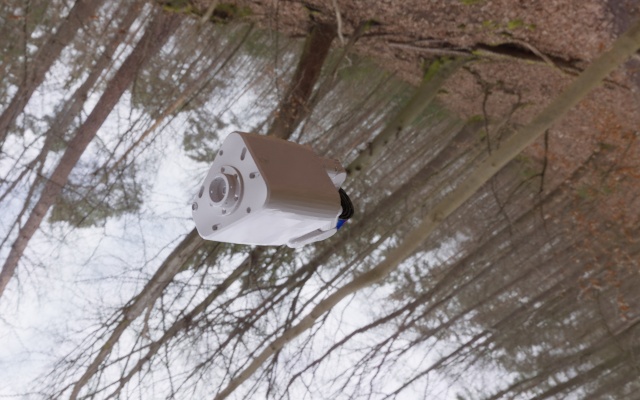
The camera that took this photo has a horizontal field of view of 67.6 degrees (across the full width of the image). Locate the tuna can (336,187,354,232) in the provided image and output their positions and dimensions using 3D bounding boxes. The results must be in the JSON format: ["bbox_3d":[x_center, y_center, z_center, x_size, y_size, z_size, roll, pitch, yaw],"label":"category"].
[{"bbox_3d":[0.000,0.002,0.622,0.086,0.086,0.034,0,-42,-52],"label":"tuna can"}]
